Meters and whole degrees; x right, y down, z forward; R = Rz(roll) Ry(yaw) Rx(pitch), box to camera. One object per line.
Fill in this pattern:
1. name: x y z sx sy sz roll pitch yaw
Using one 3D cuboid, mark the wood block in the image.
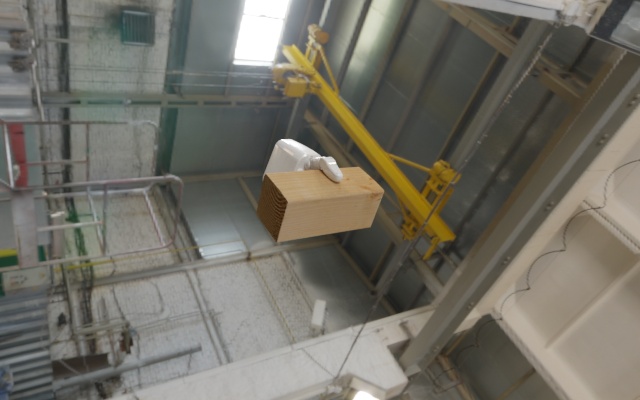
1. wood block: 0.000 0.002 0.873 0.206 0.091 0.090 -7 39 -33
